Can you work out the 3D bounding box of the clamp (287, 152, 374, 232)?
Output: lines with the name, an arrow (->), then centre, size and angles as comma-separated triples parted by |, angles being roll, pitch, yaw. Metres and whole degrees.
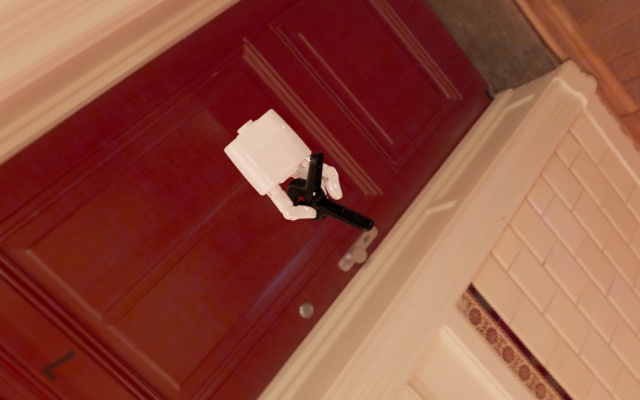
clamp -> -0.001, 0.003, 0.874 | 0.036, 0.164, 0.210 | -45, 10, -27
